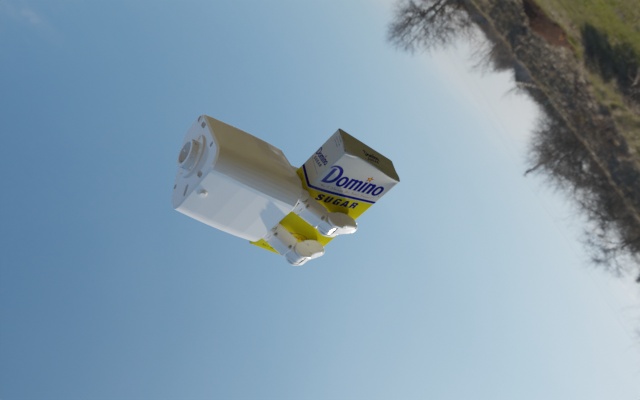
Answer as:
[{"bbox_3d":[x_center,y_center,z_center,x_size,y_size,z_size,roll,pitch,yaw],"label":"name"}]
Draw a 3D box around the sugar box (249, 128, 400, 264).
[{"bbox_3d":[0.000,0.002,0.578,0.093,0.048,0.176,25,-53,-35],"label":"sugar box"}]
